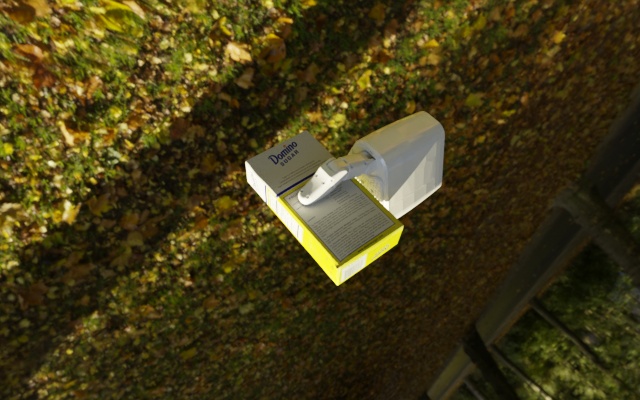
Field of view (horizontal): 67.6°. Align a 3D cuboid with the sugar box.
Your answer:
[{"bbox_3d":[0.000,0.002,0.550,0.093,0.176,0.048,-30,-31,-23],"label":"sugar box"}]
